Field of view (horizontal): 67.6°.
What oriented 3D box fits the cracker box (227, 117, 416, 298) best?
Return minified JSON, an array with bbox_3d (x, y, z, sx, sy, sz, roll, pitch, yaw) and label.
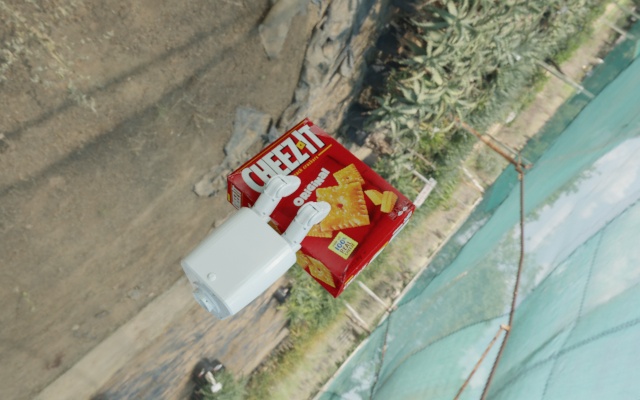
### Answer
[{"bbox_3d":[0.000,0.002,0.671,0.164,0.213,0.072,-41,-16,-28],"label":"cracker box"}]
